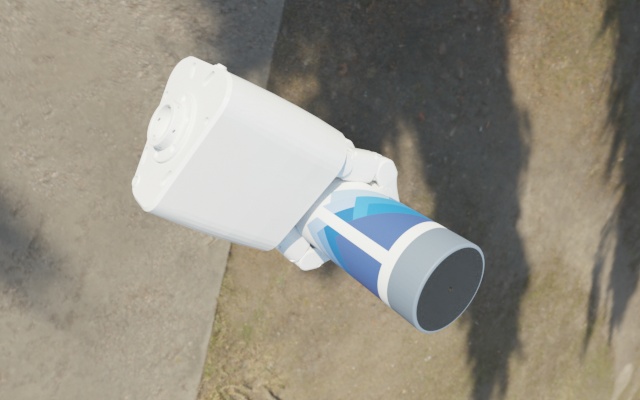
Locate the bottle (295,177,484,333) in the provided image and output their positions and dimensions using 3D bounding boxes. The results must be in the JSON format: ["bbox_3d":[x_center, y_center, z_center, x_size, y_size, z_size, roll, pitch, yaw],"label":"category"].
[{"bbox_3d":[0.000,0.001,0.414,0.069,0.069,0.295,0,22,-38],"label":"bottle"}]
